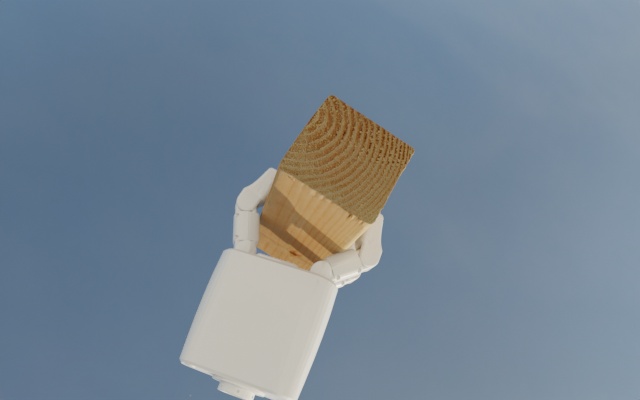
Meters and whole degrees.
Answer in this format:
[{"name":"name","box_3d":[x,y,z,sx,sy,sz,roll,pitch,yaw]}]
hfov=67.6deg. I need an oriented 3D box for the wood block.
[{"name":"wood block","box_3d":[0.000,0.002,0.485,0.091,0.090,0.206,33,-26,0]}]
